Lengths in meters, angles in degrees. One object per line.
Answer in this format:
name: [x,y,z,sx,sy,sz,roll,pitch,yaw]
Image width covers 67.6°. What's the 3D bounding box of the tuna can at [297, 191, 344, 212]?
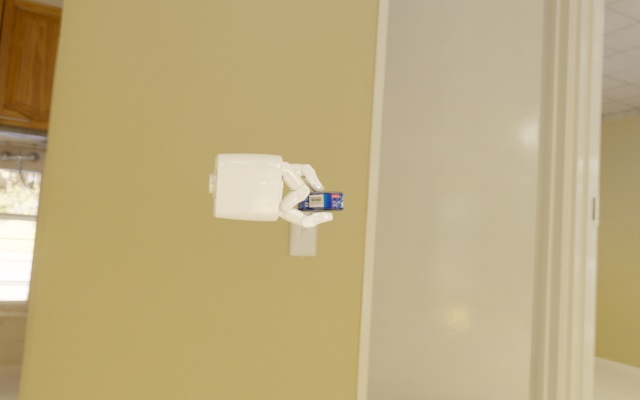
tuna can: [0.000,0.003,0.869,0.086,0.034,0.086,-1,-3,0]
